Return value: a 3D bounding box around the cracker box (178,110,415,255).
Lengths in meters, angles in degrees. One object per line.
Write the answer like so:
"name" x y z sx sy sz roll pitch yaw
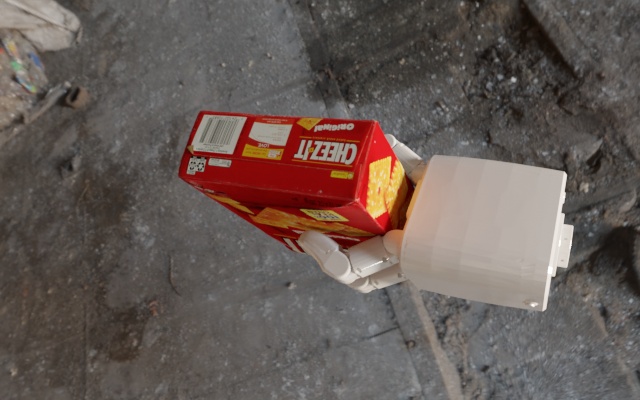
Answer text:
"cracker box" 0.000 0.001 0.446 0.164 0.072 0.214 8 -18 26
